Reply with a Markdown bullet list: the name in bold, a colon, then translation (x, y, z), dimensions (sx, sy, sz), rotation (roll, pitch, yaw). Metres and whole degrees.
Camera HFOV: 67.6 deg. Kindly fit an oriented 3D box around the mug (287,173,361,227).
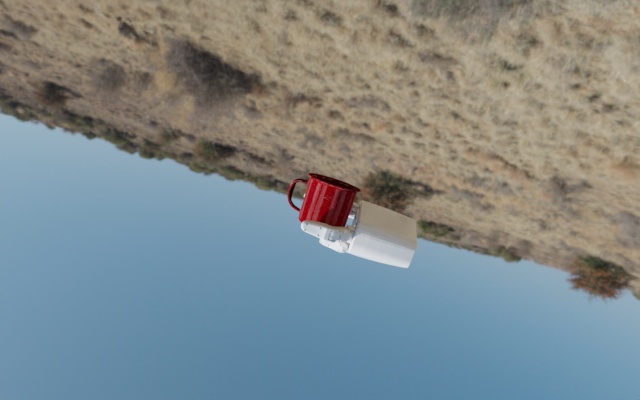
- **mug**: translation (-0.001, 0.002, 0.806), dimensions (0.117, 0.081, 0.093), rotation (18, 9, 1)
